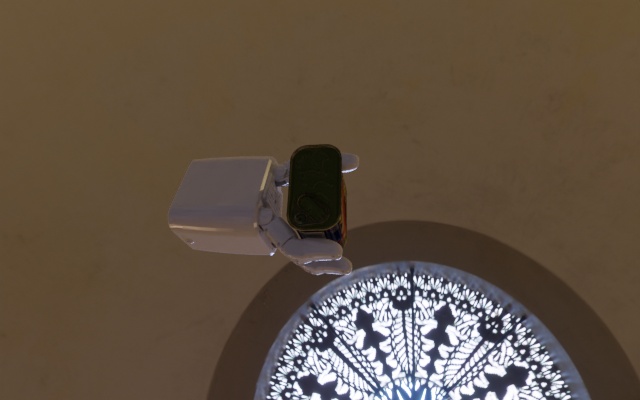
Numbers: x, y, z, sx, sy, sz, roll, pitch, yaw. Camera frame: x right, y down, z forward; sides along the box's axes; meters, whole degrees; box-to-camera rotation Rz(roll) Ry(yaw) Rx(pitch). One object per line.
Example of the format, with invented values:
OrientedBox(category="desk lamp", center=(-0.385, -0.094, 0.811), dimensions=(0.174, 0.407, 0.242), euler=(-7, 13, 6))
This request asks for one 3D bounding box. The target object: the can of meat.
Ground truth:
OrientedBox(category="can of meat", center=(0.000, 0.002, 0.541), dimensions=(0.057, 0.102, 0.084), euler=(-2, -26, 9))
